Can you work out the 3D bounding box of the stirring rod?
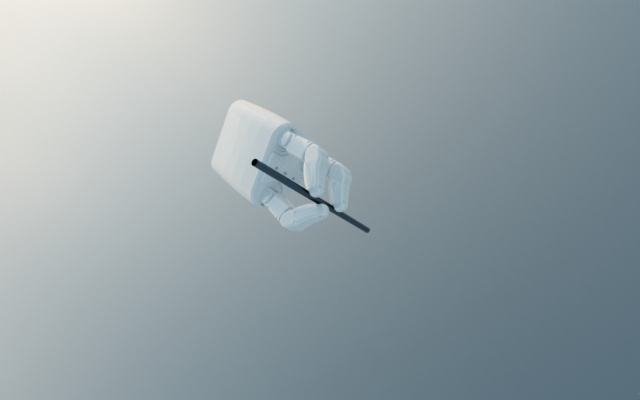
[{"bbox_3d":[0.000,0.002,0.551,0.011,0.011,0.240,0,-19,34],"label":"stirring rod"}]
